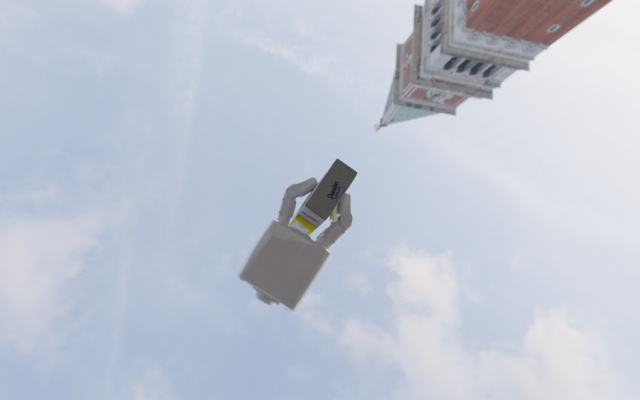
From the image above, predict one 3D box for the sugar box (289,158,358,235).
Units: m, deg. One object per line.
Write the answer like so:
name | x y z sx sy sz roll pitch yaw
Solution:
sugar box | 0.000 0.003 0.781 0.048 0.093 0.176 35 -17 -4
